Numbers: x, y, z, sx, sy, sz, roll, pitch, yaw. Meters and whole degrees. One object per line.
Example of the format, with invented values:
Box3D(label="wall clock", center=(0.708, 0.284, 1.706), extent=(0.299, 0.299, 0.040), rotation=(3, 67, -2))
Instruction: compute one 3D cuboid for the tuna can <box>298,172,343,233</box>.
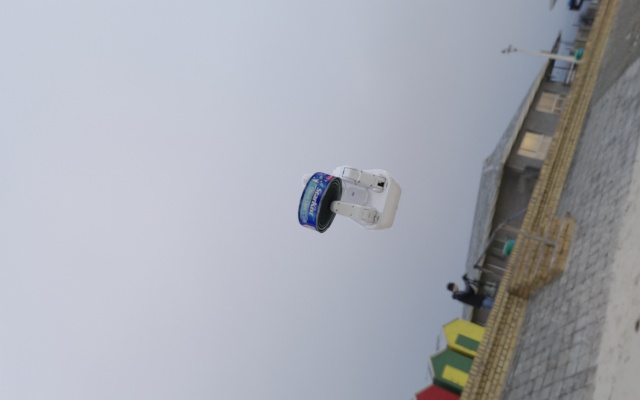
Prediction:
Box3D(label="tuna can", center=(0.000, 0.002, 0.698), extent=(0.034, 0.086, 0.086), rotation=(18, 6, 19))
